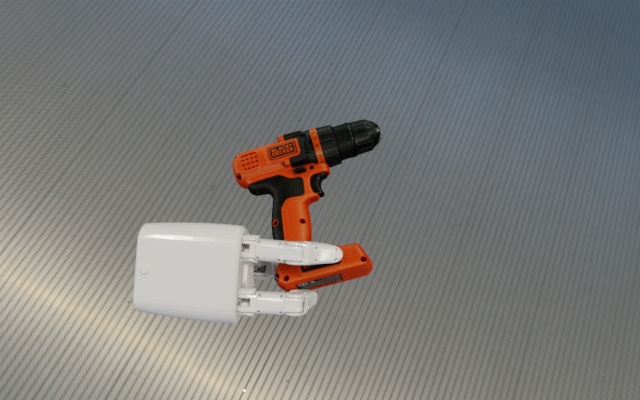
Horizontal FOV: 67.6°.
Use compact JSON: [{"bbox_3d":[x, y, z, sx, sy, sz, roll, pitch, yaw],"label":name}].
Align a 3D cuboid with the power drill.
[{"bbox_3d":[0.000,0.002,0.554,0.184,0.187,0.057,-17,-25,4],"label":"power drill"}]
